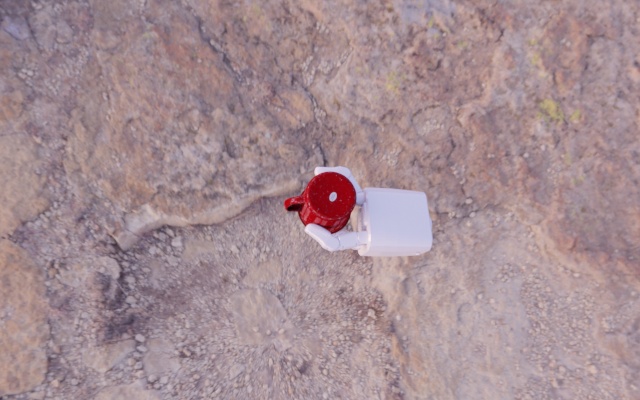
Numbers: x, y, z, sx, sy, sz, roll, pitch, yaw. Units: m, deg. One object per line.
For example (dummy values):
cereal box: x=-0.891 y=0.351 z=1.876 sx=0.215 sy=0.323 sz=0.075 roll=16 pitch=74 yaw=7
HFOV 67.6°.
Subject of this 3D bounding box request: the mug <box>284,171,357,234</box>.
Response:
mug: x=-0.001 y=0.002 z=0.770 sx=0.117 sy=0.093 sz=0.081 roll=0 pitch=-15 yaw=-8
